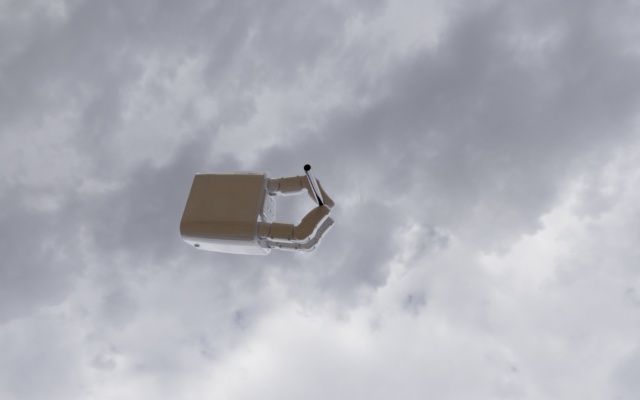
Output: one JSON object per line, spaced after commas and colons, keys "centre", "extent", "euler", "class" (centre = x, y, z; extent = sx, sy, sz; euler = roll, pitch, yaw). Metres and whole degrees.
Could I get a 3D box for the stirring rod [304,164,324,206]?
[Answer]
{"centre": [0.000, 0.002, 0.615], "extent": [0.011, 0.011, 0.240], "euler": [0, -18, 7], "class": "stirring rod"}
